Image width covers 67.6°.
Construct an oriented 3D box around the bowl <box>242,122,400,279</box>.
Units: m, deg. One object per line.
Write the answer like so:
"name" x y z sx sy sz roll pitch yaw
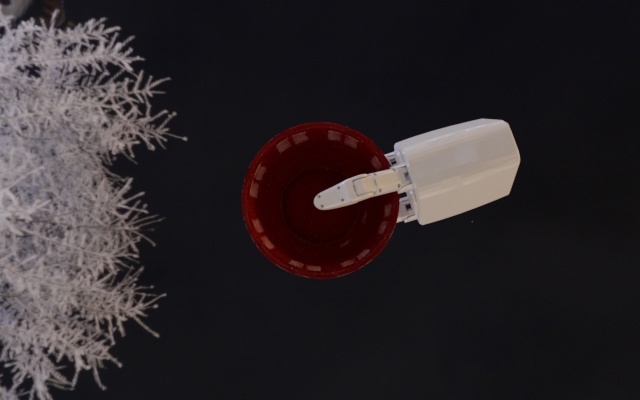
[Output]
"bowl" -0.001 0.002 0.512 0.162 0.162 0.055 0 -8 0
